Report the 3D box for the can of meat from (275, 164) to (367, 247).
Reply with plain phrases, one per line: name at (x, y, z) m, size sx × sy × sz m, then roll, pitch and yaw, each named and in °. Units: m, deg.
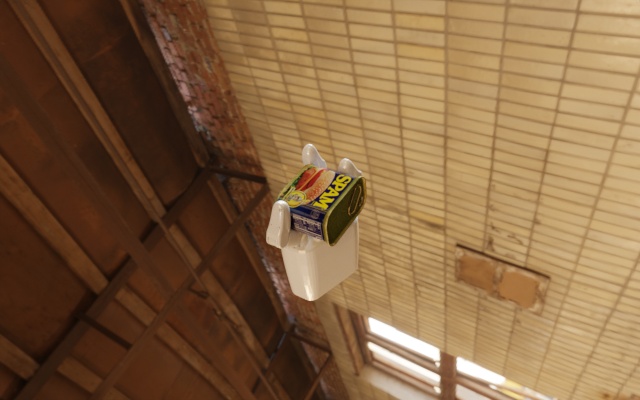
can of meat at (0.000, 0.002, 0.626) m, size 0.084 × 0.057 × 0.102 m, roll 18°, pitch 47°, yaw 28°
